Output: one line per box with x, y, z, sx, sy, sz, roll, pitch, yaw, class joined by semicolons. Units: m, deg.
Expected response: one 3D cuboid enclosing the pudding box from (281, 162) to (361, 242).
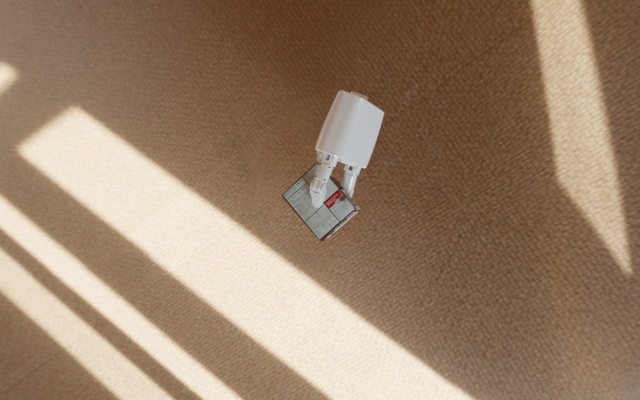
0.000;0.003;0.846;0.090;0.113;0.039;-42;-12;11;pudding box
